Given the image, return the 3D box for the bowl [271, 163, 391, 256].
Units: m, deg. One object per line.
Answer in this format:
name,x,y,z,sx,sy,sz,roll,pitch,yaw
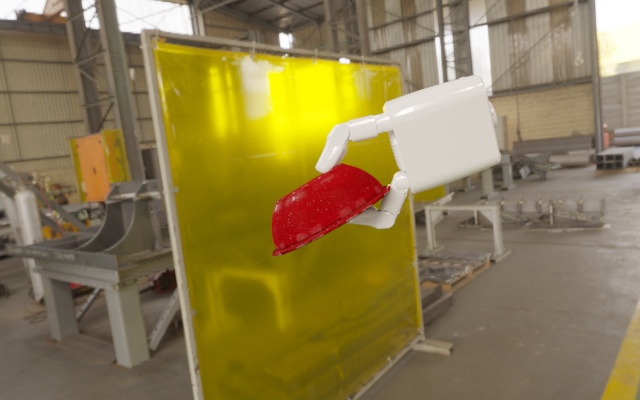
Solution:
bowl,-0.001,0.002,0.565,0.162,0.055,0.162,-31,4,2
